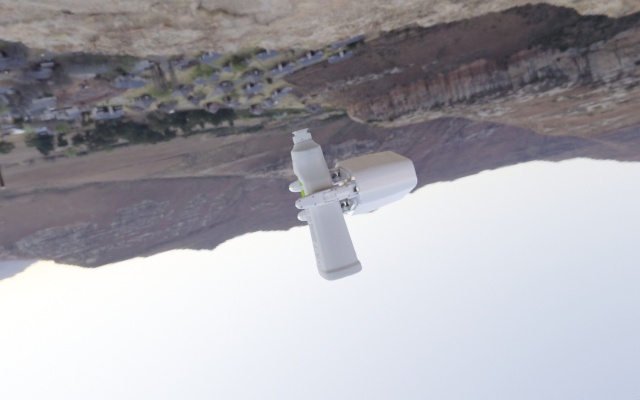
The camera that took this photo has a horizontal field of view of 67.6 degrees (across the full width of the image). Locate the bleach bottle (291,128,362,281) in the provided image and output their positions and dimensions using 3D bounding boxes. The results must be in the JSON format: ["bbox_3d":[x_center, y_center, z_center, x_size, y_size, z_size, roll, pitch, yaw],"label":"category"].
[{"bbox_3d":[0.000,0.003,0.806,0.068,0.251,0.102,-16,4,-12],"label":"bleach bottle"}]
